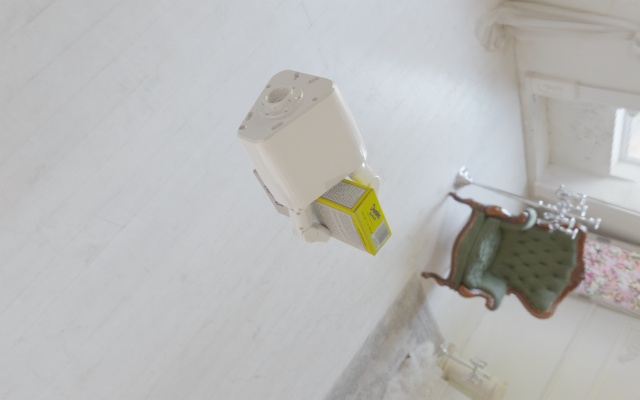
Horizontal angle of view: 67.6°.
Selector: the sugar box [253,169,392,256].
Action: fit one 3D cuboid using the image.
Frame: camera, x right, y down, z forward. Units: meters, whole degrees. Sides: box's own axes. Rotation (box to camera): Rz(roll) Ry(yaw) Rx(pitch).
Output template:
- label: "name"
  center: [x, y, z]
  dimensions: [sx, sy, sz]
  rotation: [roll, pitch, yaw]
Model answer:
- label: "sugar box"
  center: [0.000, 0.002, 0.612]
  dimensions: [0.176, 0.048, 0.093]
  rotation: [25, -26, 39]
